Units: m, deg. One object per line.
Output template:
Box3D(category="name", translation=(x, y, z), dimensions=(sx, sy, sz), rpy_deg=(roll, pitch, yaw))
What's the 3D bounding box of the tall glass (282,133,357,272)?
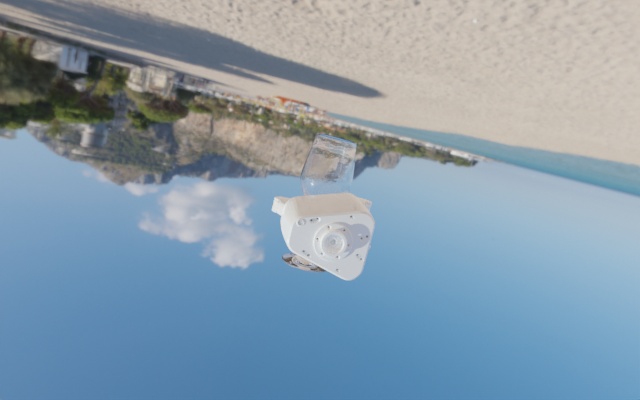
Box3D(category="tall glass", translation=(0.000, 0.003, 0.726), dimensions=(0.079, 0.201, 0.079), rpy_deg=(14, 10, -2))
